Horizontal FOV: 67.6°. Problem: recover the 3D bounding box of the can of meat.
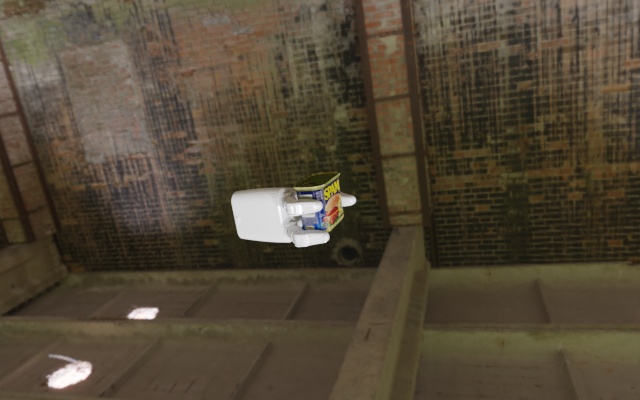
[{"bbox_3d":[0.000,0.003,0.833,0.057,0.084,0.102,-1,17,24],"label":"can of meat"}]
